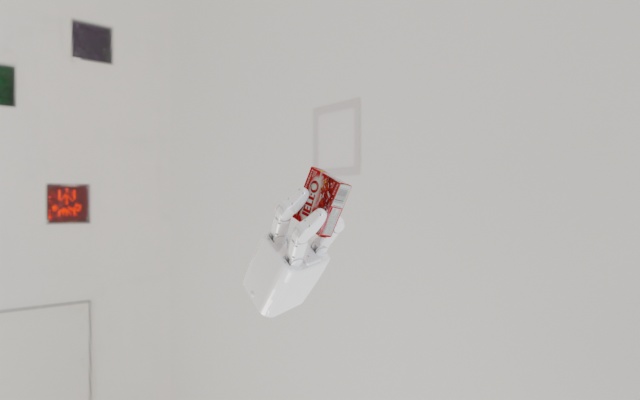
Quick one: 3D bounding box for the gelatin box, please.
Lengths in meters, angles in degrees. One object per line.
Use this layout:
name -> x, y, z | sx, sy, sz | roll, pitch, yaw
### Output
gelatin box -> 0.001, 0.002, 0.735 | 0.030, 0.089, 0.073 | 11, 15, -44
